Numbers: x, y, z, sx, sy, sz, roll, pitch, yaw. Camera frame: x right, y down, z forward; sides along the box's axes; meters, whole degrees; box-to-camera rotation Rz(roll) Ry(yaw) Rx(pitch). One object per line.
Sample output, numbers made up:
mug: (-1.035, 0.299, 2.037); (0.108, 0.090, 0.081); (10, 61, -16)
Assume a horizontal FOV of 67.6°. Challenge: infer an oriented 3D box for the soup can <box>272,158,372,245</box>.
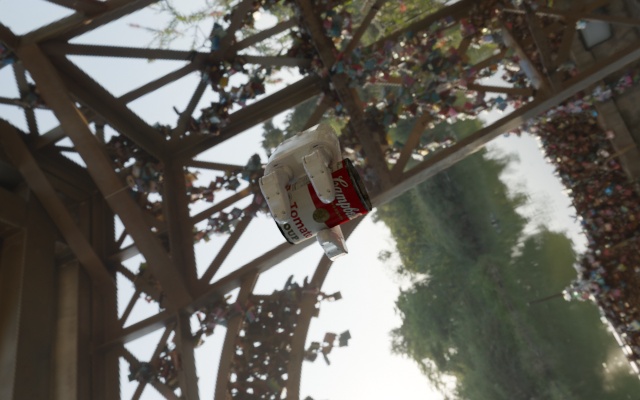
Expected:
soup can: (0.000, 0.002, 0.556); (0.102, 0.068, 0.068); (-25, -5, 11)
